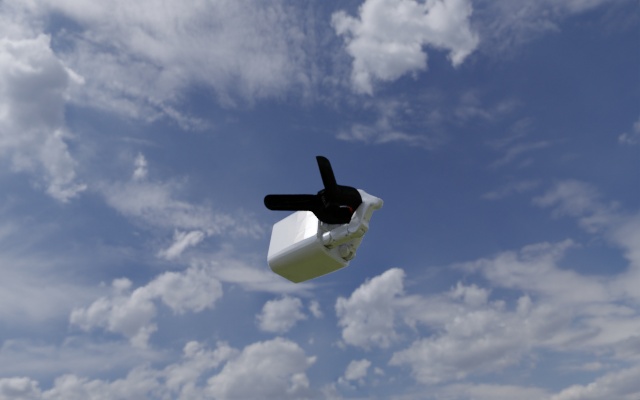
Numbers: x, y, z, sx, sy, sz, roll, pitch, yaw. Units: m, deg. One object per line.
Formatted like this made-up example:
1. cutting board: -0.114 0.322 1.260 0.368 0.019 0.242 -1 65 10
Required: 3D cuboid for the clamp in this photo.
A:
1. clamp: 0.000 0.002 0.727 0.120 0.039 0.171 -25 -38 23
